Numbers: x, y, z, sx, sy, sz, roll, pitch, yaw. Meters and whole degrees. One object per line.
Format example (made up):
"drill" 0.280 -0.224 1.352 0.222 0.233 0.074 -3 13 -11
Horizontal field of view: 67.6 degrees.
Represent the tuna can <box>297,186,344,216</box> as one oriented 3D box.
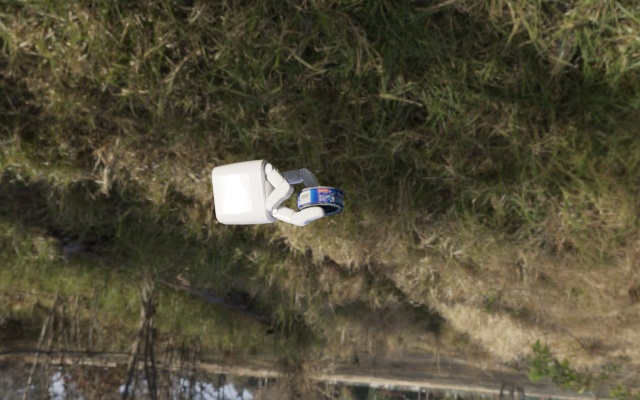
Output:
"tuna can" 0.000 0.003 0.885 0.086 0.033 0.086 -2 -17 -1
